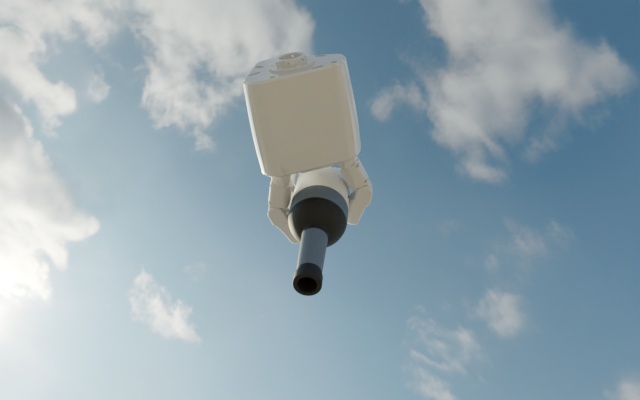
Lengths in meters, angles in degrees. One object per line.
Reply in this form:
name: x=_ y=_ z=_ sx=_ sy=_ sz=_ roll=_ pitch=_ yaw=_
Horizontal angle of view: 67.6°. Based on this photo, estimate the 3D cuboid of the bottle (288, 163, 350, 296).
bottle: x=0.000 y=0.002 z=0.563 sx=0.069 sy=0.069 sz=0.295 roll=0 pitch=31 yaw=6
